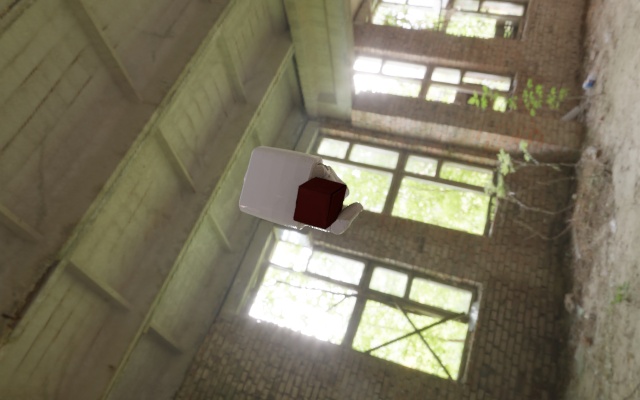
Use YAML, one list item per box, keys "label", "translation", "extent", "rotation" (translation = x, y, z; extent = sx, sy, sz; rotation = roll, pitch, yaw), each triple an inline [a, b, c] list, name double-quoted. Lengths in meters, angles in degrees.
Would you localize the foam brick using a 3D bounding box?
- label: "foam brick"
  translation: [0.000, 0.002, 0.688]
  extent: [0.051, 0.053, 0.078]
  rotation: [15, 16, 14]
